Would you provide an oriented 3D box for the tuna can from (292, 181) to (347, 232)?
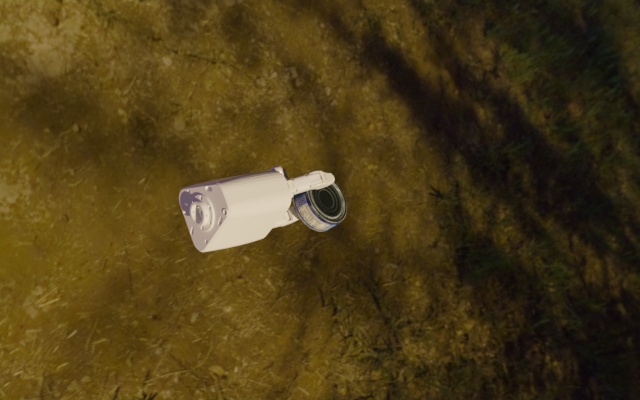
[{"bbox_3d":[0.001,0.002,0.731,0.086,0.086,0.034,0,-24,-47],"label":"tuna can"}]
